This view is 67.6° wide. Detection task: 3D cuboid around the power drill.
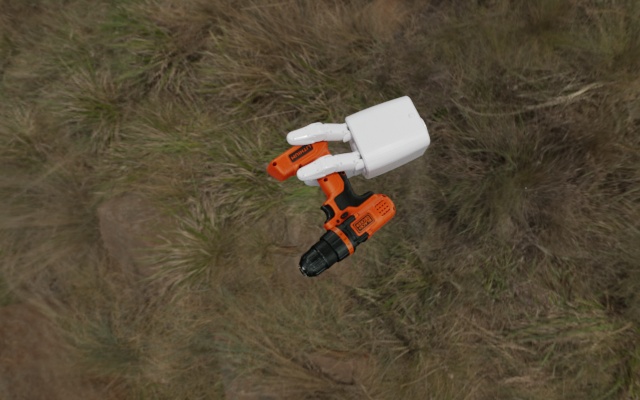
[{"bbox_3d":[0.000,0.002,0.749,0.184,0.187,0.057,-37,-2,-20],"label":"power drill"}]
